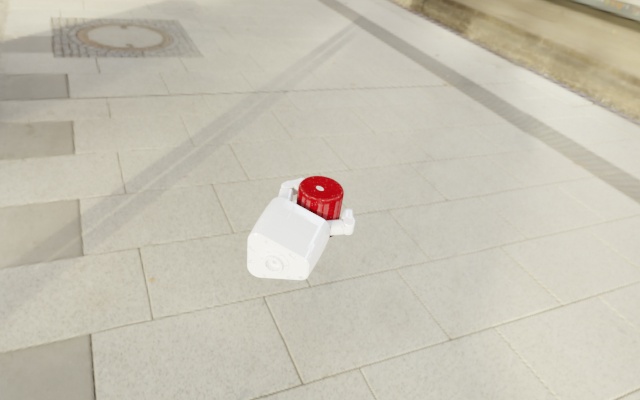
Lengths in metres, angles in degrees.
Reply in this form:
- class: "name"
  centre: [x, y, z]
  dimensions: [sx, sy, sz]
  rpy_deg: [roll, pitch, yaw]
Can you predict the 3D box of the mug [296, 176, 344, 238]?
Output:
- class: "mug"
  centre: [0.001, 0.002, 0.871]
  dimensions: [0.093, 0.082, 0.117]
  rpy_deg: [16, 36, 9]
